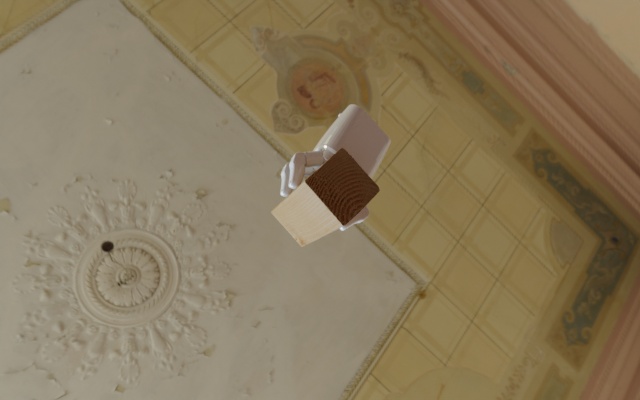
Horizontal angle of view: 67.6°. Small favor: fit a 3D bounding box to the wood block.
[{"bbox_3d":[0.001,0.003,0.802,0.090,0.091,0.206,-43,3,-24],"label":"wood block"}]
